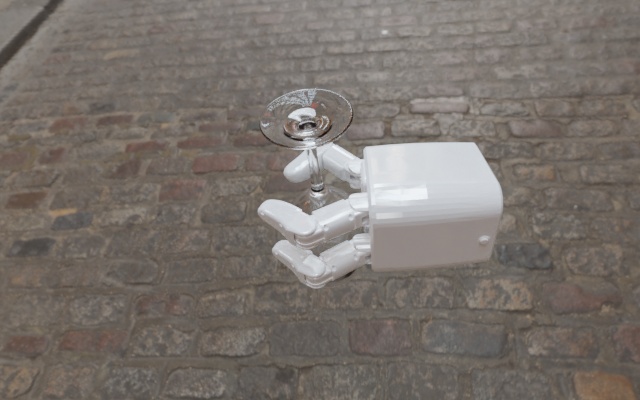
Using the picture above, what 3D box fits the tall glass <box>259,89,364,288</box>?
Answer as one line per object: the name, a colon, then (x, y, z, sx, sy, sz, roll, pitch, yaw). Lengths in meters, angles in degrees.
tall glass: (0.000, 0.001, 0.444, 0.079, 0.079, 0.201, 0, -42, 8)
